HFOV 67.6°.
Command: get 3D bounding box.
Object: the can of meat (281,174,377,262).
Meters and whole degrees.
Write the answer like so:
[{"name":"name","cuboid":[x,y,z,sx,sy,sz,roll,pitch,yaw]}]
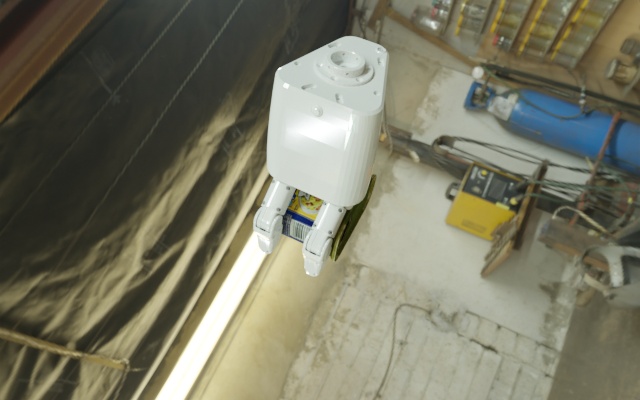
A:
[{"name":"can of meat","cuboid":[0.000,0.001,0.506,0.084,0.102,0.057,24,-36,12]}]
